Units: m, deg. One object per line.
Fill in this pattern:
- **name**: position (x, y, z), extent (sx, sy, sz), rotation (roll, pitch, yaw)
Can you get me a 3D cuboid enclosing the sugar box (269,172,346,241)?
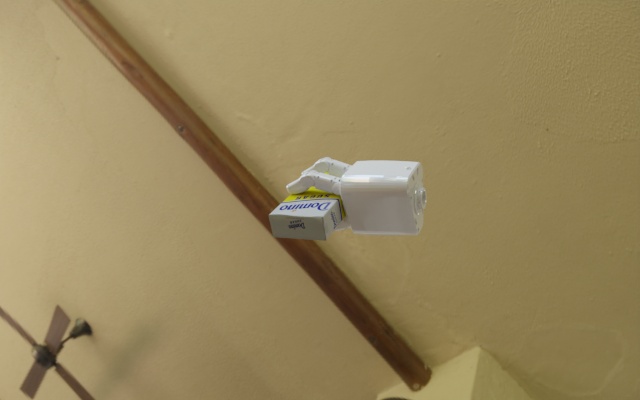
- **sugar box**: position (0.000, 0.002, 0.773), extent (0.093, 0.048, 0.176), rotation (2, 24, 25)
